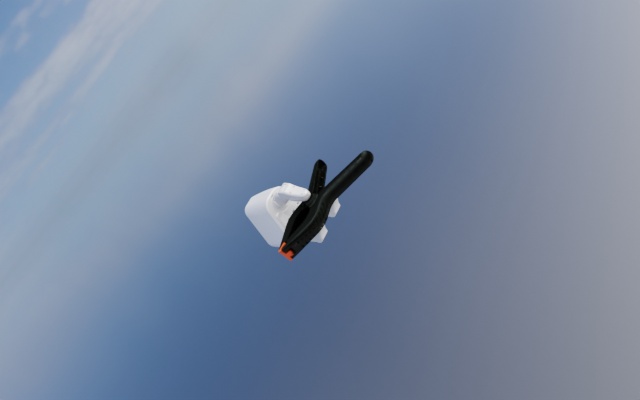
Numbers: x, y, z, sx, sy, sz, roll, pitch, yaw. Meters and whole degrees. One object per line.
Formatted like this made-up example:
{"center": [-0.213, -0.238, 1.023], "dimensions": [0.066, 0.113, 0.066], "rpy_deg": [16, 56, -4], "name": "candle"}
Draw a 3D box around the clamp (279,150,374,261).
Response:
{"center": [-0.001, 0.003, 0.786], "dimensions": [0.036, 0.210, 0.164], "rpy_deg": [39, -26, -22], "name": "clamp"}
